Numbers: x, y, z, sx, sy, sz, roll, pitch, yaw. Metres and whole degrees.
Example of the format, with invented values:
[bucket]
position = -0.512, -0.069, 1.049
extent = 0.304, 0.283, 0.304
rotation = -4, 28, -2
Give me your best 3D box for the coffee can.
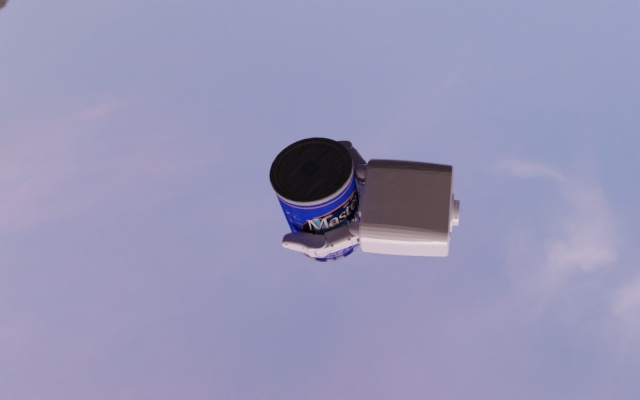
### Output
[coffee can]
position = 0.000, 0.002, 0.627
extent = 0.103, 0.102, 0.140
rotation = 0, -36, 12
